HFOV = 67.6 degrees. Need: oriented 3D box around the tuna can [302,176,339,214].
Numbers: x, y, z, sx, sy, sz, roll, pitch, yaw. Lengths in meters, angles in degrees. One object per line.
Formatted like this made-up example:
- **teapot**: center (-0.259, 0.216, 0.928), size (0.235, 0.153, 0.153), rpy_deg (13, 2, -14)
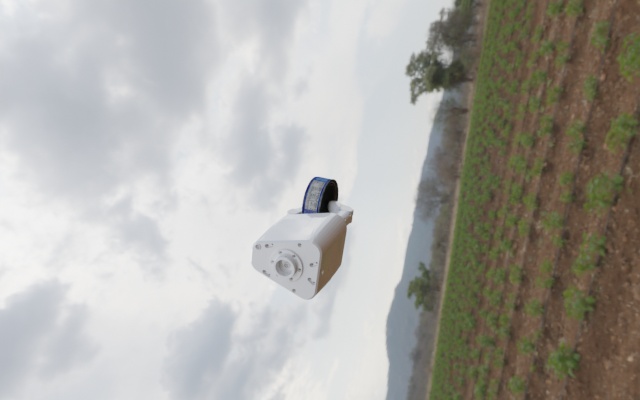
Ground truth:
- **tuna can**: center (0.000, 0.003, 0.815), size (0.034, 0.086, 0.086), rpy_deg (12, 4, 20)
